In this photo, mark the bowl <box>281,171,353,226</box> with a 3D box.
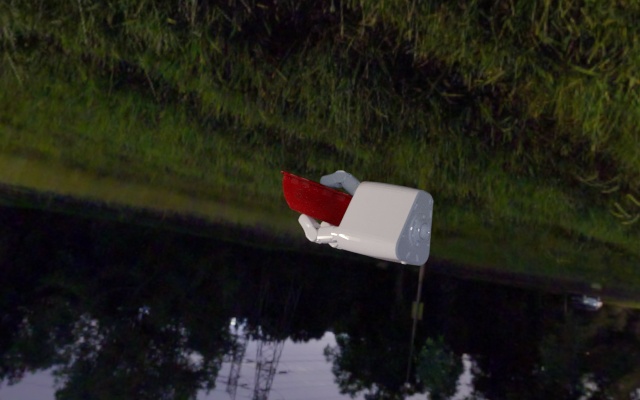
[{"bbox_3d":[-0.001,0.003,0.805,0.162,0.055,0.162,21,0,0],"label":"bowl"}]
